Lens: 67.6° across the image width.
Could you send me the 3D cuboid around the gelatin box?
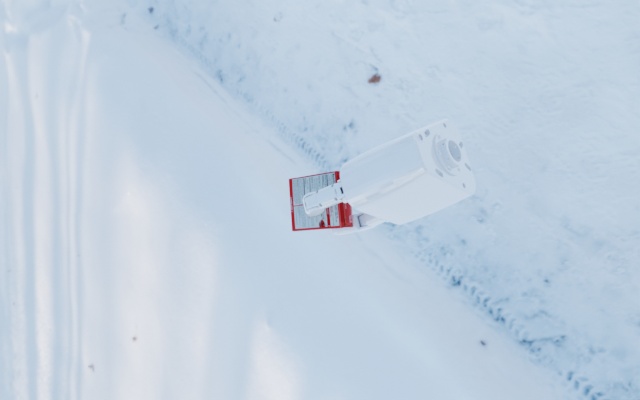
[{"bbox_3d":[0.000,0.002,0.635,0.089,0.073,0.030,-7,-4,40],"label":"gelatin box"}]
